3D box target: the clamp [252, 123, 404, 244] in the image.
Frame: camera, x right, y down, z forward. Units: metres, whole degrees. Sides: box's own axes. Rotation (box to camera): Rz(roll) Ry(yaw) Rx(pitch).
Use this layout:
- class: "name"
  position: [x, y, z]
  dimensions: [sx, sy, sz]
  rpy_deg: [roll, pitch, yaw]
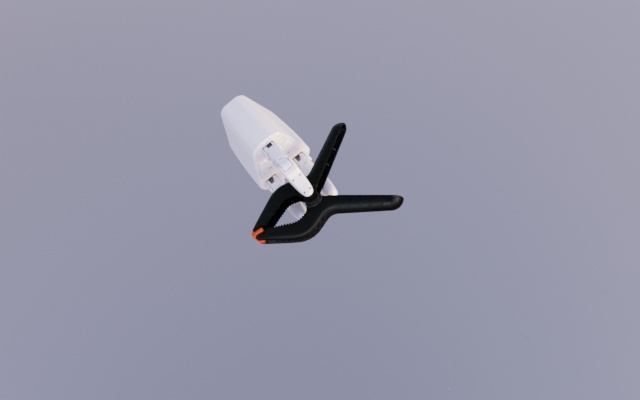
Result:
- class: "clamp"
  position: [-0.001, 0.002, 0.672]
  dimensions: [0.210, 0.164, 0.036]
  rpy_deg: [-40, -30, -3]
